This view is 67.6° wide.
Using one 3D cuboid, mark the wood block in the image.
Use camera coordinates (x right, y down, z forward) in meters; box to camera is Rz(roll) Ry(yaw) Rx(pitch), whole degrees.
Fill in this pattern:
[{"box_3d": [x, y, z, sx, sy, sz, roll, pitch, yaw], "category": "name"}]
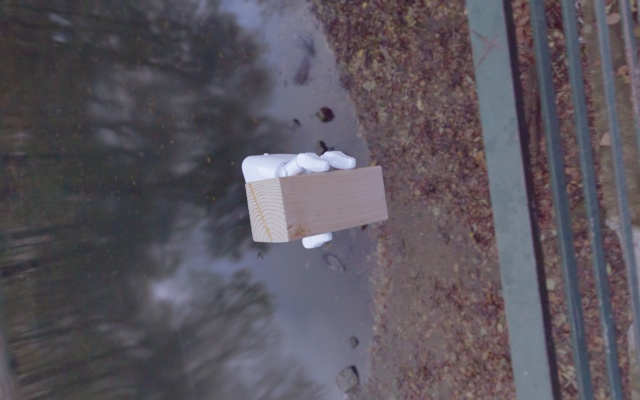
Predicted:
[{"box_3d": [0.000, 0.003, 0.740, 0.206, 0.091, 0.090, -10, 3, -40], "category": "wood block"}]
